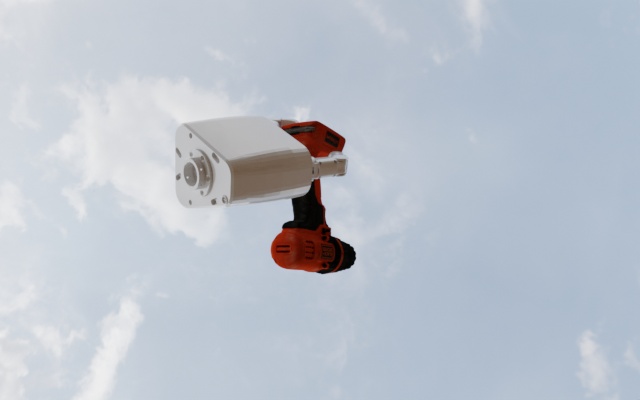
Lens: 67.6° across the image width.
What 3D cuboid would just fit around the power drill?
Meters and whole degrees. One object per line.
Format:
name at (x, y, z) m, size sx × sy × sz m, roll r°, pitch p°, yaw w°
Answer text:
power drill at (0.000, 0.002, 0.626) m, size 0.057 × 0.187 × 0.184 m, roll -6°, pitch -11°, yaw 25°
